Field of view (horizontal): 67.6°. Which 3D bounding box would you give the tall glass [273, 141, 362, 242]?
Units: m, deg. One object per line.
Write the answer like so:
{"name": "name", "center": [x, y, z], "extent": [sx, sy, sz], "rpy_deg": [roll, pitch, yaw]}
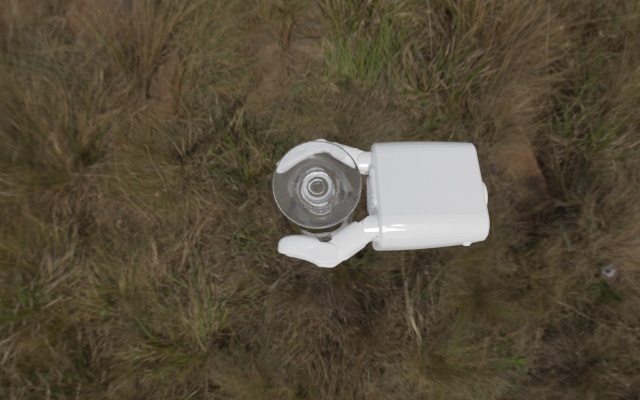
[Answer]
{"name": "tall glass", "center": [0.000, 0.001, 0.493], "extent": [0.079, 0.079, 0.201], "rpy_deg": [0, -9, 1]}
